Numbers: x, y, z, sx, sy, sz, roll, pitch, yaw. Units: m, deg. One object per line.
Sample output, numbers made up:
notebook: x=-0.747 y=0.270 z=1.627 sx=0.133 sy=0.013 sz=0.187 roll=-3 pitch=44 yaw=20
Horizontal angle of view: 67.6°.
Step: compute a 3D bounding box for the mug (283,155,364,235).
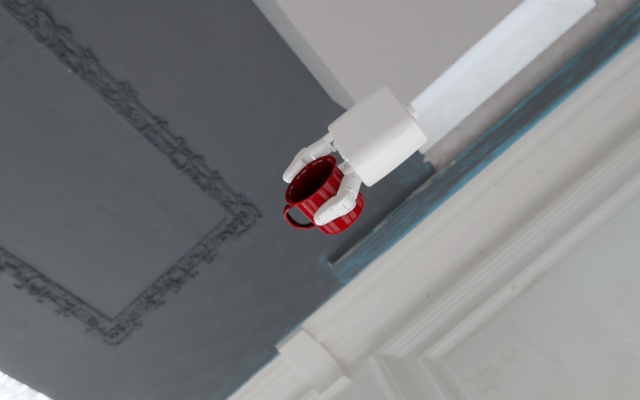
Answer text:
mug: x=-0.001 y=0.003 z=0.698 sx=0.117 sy=0.081 sz=0.093 roll=-37 pitch=28 yaw=14
